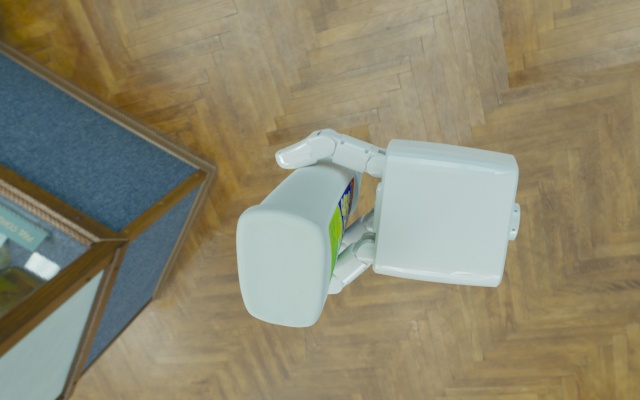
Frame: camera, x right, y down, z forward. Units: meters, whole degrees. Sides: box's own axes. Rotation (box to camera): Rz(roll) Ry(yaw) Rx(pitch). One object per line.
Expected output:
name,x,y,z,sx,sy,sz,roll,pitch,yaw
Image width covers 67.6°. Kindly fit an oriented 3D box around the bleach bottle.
bleach bottle,0.000,0.002,0.450,0.068,0.103,0.250,8,27,11
